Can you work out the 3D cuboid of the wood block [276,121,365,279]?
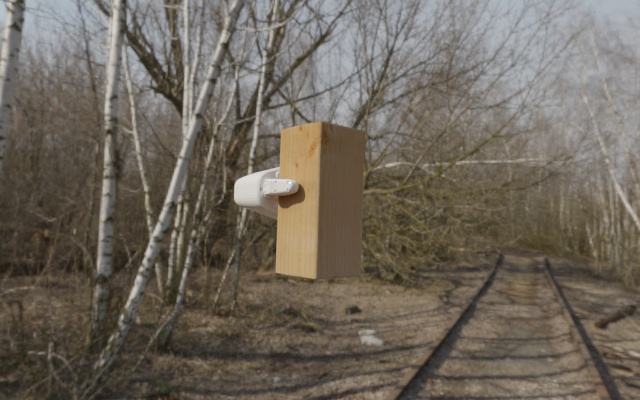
[{"bbox_3d":[0.000,0.002,0.677,0.091,0.206,0.090,4,-4,-42],"label":"wood block"}]
